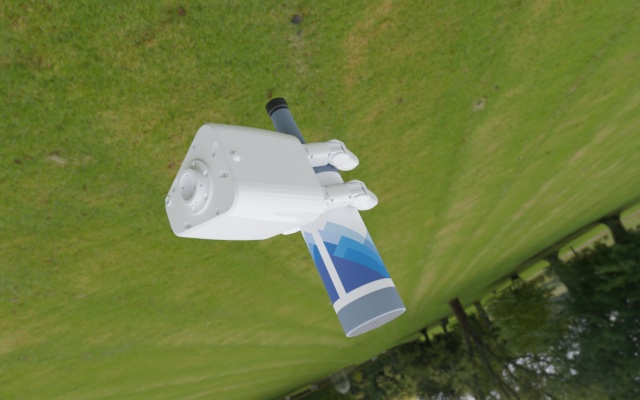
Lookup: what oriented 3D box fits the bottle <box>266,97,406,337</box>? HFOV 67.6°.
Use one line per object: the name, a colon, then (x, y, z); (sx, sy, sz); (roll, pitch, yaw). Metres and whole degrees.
bottle: (0.000, 0.002, 0.542); (0.069, 0.295, 0.069); (-21, -24, -10)
